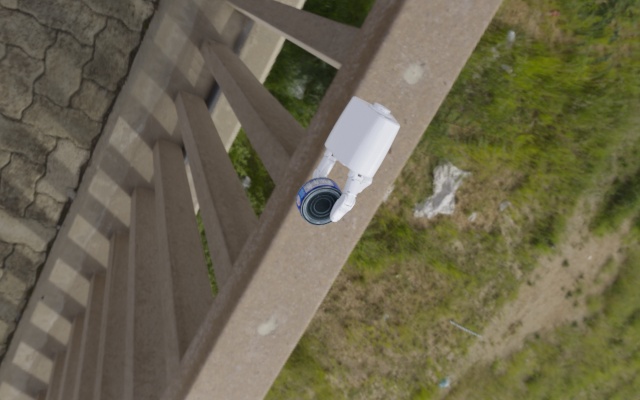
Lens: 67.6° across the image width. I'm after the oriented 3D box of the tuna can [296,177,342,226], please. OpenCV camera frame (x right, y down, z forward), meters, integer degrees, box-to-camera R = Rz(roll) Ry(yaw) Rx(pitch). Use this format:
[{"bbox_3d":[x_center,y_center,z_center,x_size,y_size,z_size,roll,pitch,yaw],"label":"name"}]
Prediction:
[{"bbox_3d":[0.000,0.003,0.869,0.086,0.086,0.033,0,31,-19],"label":"tuna can"}]
